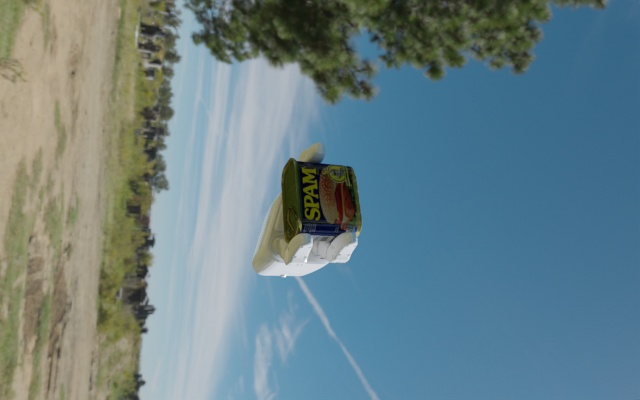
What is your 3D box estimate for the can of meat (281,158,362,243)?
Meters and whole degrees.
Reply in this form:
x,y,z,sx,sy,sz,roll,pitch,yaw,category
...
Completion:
x,y,z,sx,sy,sz,roll,pitch,yaw,category
0.000,0.002,0.596,0.084,0.102,0.057,4,-24,-21,can of meat
